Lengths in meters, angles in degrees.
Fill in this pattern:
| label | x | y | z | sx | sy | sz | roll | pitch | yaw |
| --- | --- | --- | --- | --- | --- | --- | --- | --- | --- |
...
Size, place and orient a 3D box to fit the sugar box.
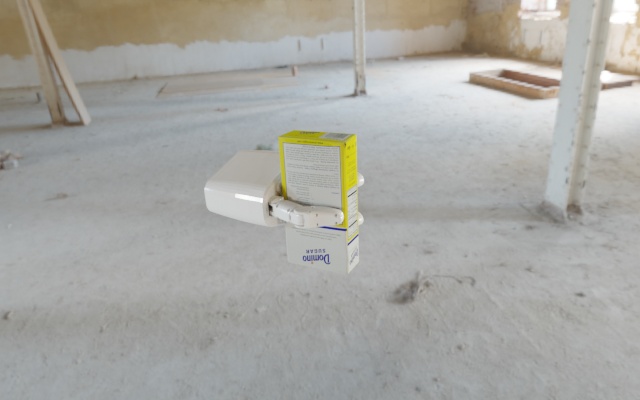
| label | x | y | z | sx | sy | sz | roll | pitch | yaw |
| --- | --- | --- | --- | --- | --- | --- | --- | --- | --- |
| sugar box | 0.000 | 0.002 | 0.616 | 0.093 | 0.176 | 0.048 | 9 | 25 | 26 |
